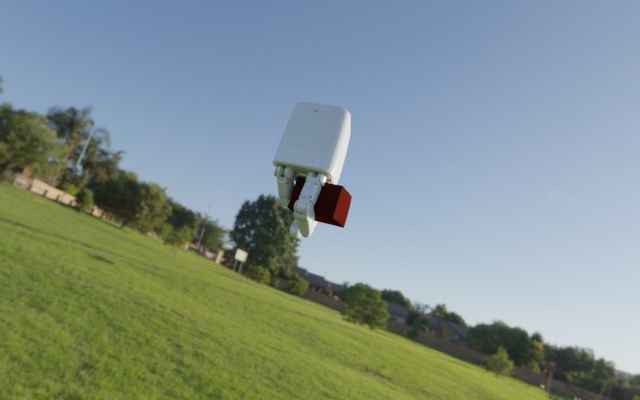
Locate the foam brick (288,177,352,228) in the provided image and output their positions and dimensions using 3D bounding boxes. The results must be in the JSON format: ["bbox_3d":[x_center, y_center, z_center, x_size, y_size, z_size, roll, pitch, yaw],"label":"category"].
[{"bbox_3d":[0.000,0.003,0.715,0.078,0.051,0.053,13,-15,24],"label":"foam brick"}]
